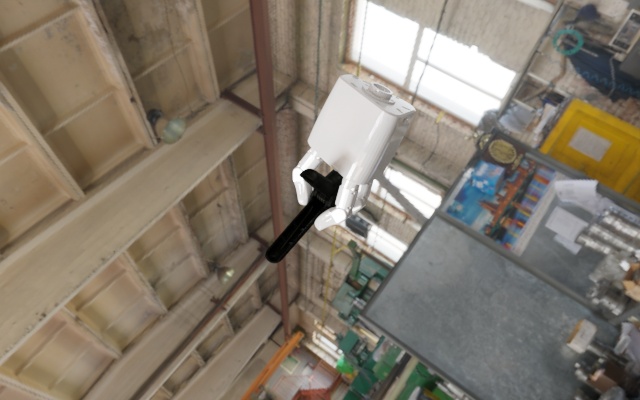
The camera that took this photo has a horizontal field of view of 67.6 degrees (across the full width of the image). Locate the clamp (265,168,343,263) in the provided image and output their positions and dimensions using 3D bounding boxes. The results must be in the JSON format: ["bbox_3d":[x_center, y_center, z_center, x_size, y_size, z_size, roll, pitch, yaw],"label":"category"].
[{"bbox_3d":[0.000,0.002,0.708,0.036,0.165,0.210,38,30,14],"label":"clamp"}]
